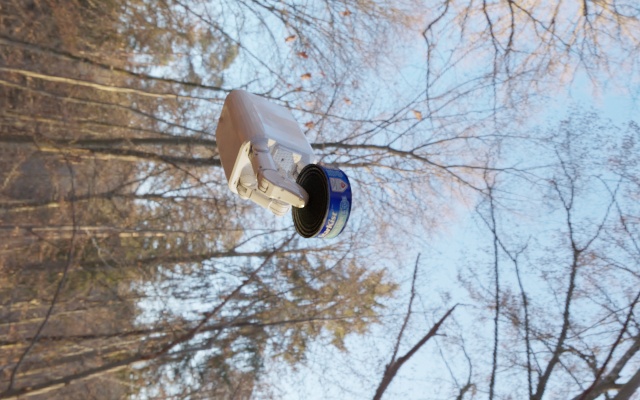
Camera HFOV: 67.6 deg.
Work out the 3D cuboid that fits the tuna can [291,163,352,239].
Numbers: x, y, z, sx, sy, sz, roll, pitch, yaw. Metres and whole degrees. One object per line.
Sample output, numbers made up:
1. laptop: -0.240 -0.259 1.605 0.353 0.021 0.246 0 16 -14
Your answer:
1. tuna can: 0.001 0.002 0.549 0.034 0.086 0.086 6 -3 -30
